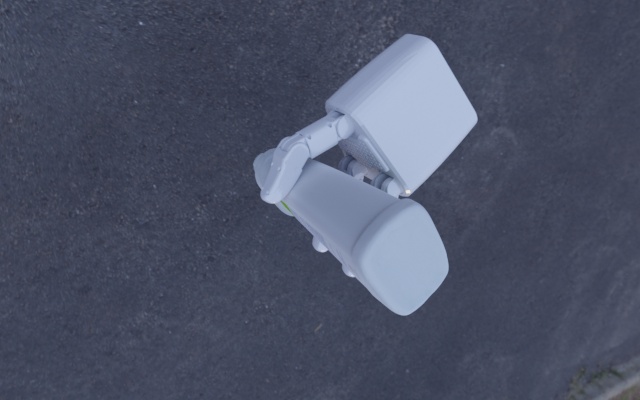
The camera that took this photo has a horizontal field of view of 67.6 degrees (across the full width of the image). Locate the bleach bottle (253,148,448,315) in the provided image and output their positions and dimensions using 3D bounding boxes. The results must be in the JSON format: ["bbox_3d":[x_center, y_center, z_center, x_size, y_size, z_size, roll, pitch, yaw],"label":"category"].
[{"bbox_3d":[0.000,0.002,0.445,0.250,0.068,0.103,35,-15,48],"label":"bleach bottle"}]
